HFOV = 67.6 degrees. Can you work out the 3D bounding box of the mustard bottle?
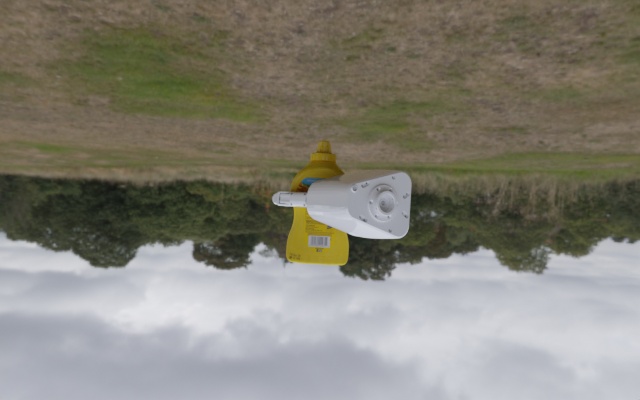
[{"bbox_3d":[0.000,0.003,0.748,0.096,0.191,0.058,4,-1,-4],"label":"mustard bottle"}]
